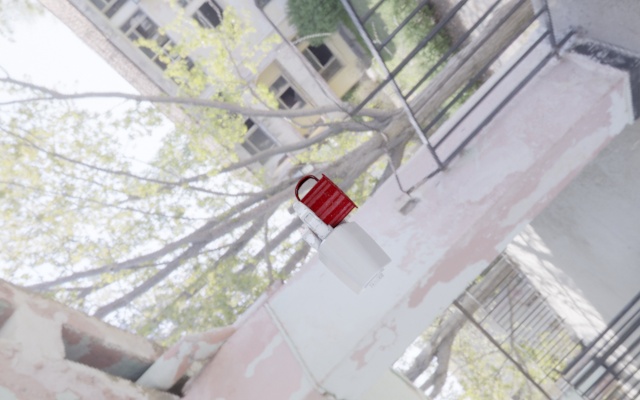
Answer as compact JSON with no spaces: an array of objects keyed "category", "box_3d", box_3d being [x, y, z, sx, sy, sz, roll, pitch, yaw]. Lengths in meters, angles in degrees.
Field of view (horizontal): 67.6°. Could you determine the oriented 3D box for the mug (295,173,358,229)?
[{"category":"mug","box_3d":[-0.001,0.002,0.880,0.117,0.081,0.093,44,0,15]}]
